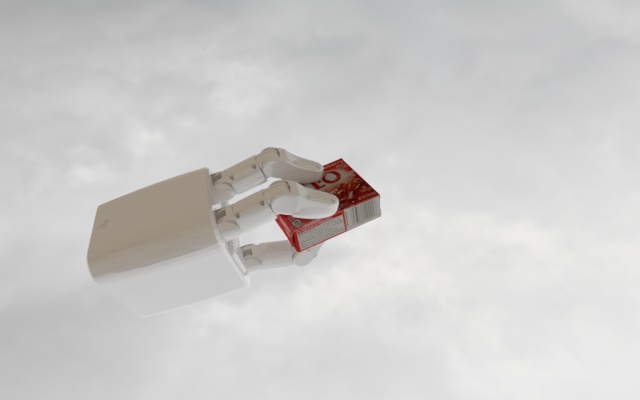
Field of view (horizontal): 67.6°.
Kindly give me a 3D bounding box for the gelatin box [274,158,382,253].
[{"bbox_3d":[0.000,0.002,0.442,0.089,0.030,0.073,-22,39,-16],"label":"gelatin box"}]
